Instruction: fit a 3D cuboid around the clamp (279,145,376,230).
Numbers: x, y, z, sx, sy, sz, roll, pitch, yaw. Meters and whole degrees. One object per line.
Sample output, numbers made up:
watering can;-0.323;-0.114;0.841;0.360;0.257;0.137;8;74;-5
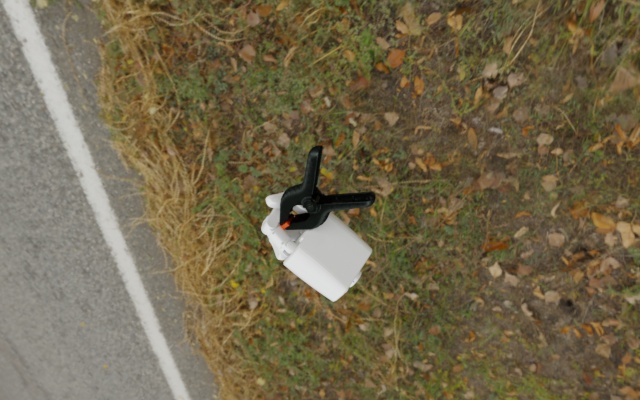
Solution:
clamp;0.000;0.003;0.731;0.171;0.120;0.039;-49;4;44
